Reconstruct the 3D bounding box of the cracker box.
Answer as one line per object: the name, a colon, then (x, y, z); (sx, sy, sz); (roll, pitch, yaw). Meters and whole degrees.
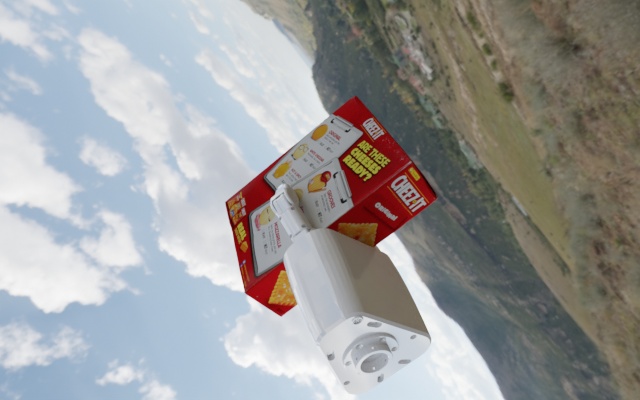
cracker box: (0.000, 0.002, 0.543); (0.072, 0.214, 0.164); (45, 12, -37)
